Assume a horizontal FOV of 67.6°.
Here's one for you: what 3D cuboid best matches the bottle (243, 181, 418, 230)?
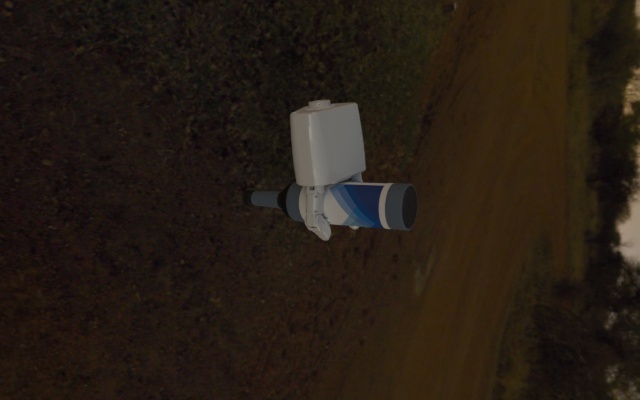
[{"bbox_3d":[0.000,0.003,0.750,0.295,0.069,0.069,3,2,31],"label":"bottle"}]
